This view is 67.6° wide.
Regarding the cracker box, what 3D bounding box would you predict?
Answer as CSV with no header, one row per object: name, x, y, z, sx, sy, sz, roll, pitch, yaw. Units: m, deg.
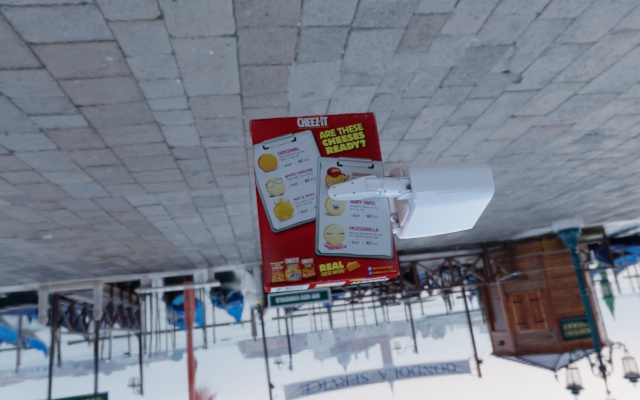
cracker box,0.000,0.002,0.610,0.164,0.213,0.072,-5,-16,-8
